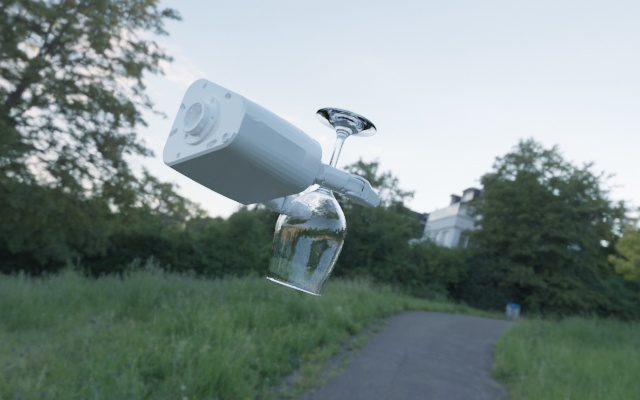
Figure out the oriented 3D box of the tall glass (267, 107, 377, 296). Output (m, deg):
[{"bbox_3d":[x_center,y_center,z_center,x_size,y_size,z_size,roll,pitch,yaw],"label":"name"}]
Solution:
[{"bbox_3d":[0.000,0.001,0.538,0.079,0.201,0.079,17,-10,3],"label":"tall glass"}]
